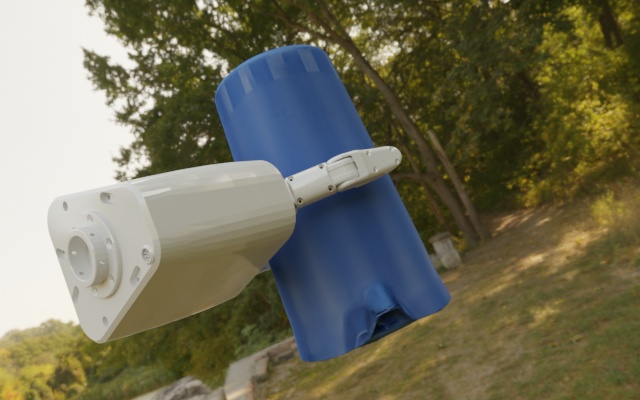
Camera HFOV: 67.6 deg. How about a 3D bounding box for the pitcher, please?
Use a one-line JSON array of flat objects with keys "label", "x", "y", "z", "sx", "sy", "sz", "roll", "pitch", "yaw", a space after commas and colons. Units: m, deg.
[{"label": "pitcher", "x": 0.000, "y": 0.001, "z": 0.418, "sx": 0.149, "sy": 0.243, "sz": 0.145, "roll": -28, "pitch": -8, "yaw": 38}]
